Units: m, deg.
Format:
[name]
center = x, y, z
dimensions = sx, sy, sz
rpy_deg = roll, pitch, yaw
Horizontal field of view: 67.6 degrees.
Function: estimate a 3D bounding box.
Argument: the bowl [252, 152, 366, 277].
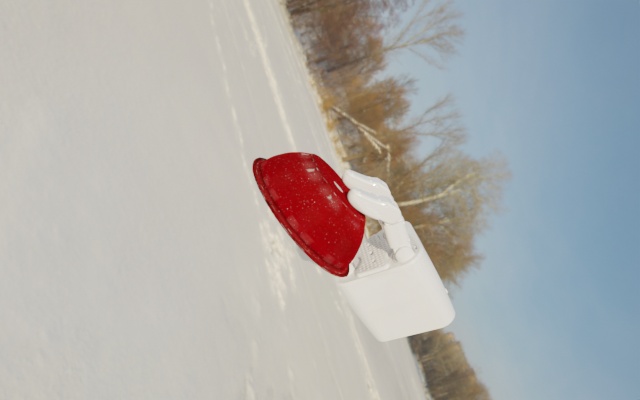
[bowl]
center = 0.000, 0.001, 0.517
dimensions = 0.055, 0.162, 0.162
rpy_deg = -38, -10, 12
